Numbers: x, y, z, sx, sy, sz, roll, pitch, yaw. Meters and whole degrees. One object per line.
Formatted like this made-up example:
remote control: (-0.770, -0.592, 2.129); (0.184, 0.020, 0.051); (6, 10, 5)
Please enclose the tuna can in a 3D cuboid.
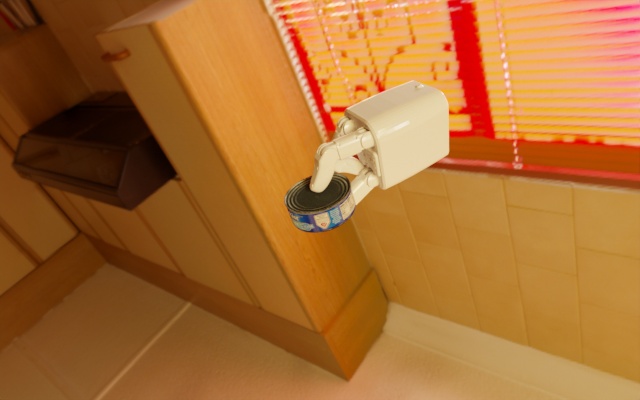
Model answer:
tuna can: (0.000, 0.002, 0.599); (0.086, 0.034, 0.086); (-12, 33, 8)
